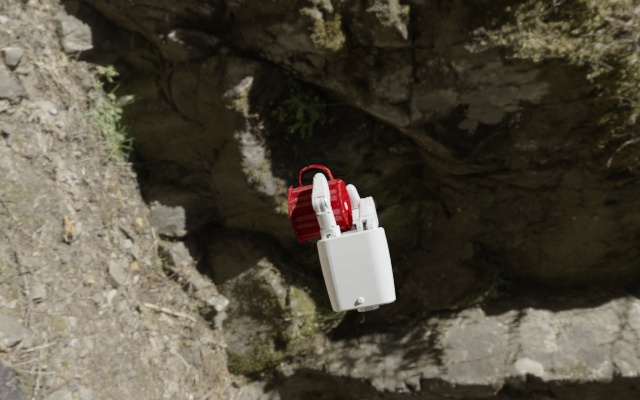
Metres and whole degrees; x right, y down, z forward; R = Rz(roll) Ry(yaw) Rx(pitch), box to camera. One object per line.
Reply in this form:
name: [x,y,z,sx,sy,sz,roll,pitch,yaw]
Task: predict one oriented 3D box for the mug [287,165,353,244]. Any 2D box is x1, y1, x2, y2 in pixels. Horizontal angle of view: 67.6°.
mug: [0.000,0.001,0.744,0.081,0.117,0.093,-12,-4,13]
